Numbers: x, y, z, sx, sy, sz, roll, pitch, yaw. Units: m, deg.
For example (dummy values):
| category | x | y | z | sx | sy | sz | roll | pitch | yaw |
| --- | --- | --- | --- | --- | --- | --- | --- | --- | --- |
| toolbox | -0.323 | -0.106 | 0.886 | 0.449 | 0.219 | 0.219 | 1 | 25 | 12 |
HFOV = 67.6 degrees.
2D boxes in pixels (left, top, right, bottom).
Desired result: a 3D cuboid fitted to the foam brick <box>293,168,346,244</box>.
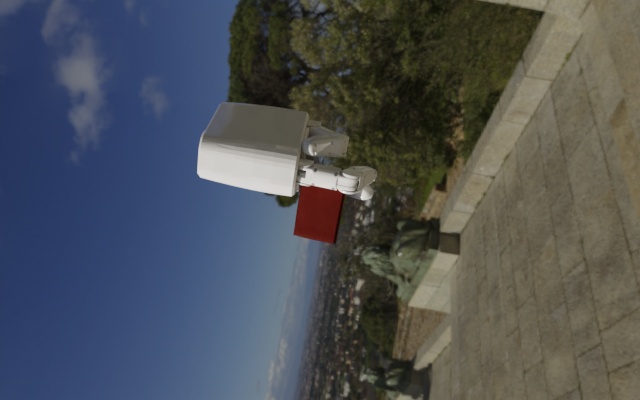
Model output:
| category | x | y | z | sx | sy | sz | roll | pitch | yaw |
| --- | --- | --- | --- | --- | --- | --- | --- | --- | --- |
| foam brick | 0.000 | 0.002 | 0.561 | 0.051 | 0.078 | 0.053 | 9 | 22 | -1 |
